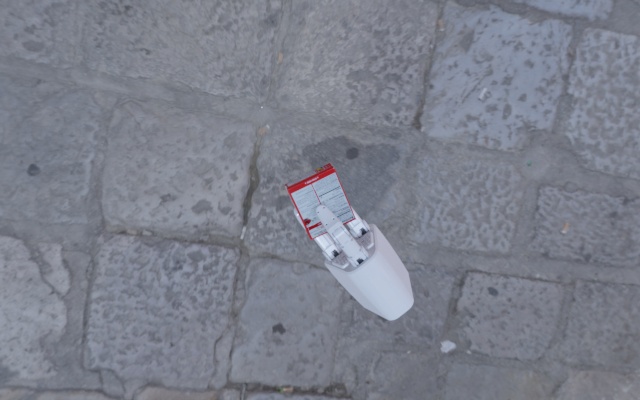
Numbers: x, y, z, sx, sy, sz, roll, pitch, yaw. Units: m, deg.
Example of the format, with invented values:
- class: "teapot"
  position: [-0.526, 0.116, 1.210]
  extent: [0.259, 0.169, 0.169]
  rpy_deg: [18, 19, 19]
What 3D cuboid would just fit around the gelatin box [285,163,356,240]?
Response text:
- class: "gelatin box"
  position: [0.000, 0.002, 0.682]
  extent: [0.073, 0.089, 0.030]
  rpy_deg: [-26, 22, -3]
